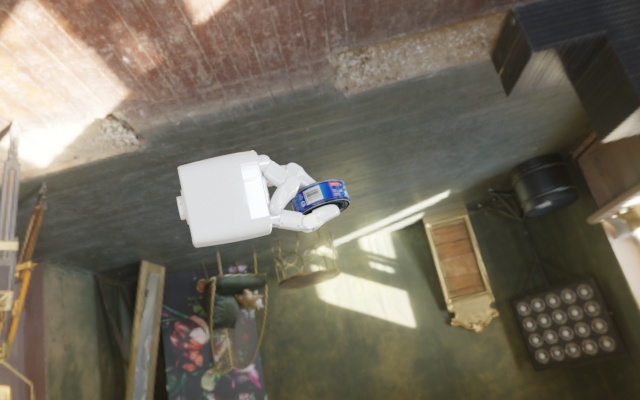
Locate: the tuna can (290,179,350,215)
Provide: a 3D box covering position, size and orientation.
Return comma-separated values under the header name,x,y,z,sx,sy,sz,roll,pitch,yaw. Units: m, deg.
name,x,y,z,sx,sy,sz,roll,pitch,yaw
tuna can,0.000,0.003,0.710,0.086,0.033,0.086,-18,-19,-6
